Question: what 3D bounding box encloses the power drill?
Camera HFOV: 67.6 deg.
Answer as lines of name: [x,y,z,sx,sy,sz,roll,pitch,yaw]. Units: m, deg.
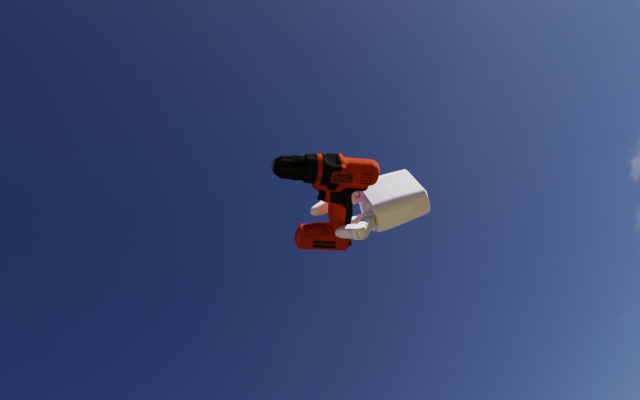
power drill: [0.000,0.003,0.849,0.184,0.188,0.057,4,37,-8]
